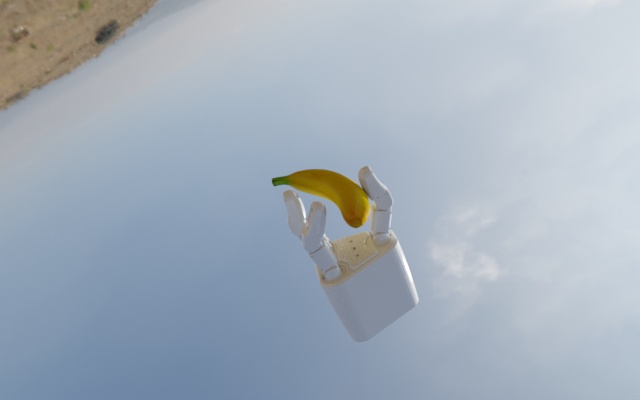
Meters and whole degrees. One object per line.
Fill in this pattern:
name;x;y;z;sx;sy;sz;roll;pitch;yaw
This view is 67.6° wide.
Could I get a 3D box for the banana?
banana;0.013;-0.008;0.599;0.069;0.037;0.197;-30;28;-23
